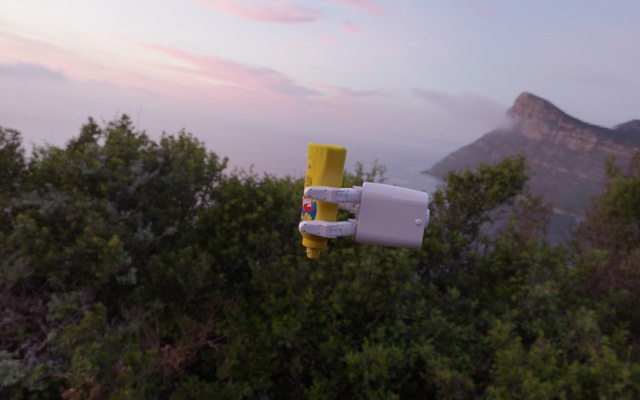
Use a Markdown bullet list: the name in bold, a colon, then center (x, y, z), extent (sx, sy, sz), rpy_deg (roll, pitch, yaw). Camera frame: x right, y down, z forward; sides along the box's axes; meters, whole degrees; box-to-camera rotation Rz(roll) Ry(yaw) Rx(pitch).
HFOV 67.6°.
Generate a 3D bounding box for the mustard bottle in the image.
- **mustard bottle**: center (0.000, 0.002, 0.793), extent (0.058, 0.191, 0.096), rpy_deg (4, 9, -20)
